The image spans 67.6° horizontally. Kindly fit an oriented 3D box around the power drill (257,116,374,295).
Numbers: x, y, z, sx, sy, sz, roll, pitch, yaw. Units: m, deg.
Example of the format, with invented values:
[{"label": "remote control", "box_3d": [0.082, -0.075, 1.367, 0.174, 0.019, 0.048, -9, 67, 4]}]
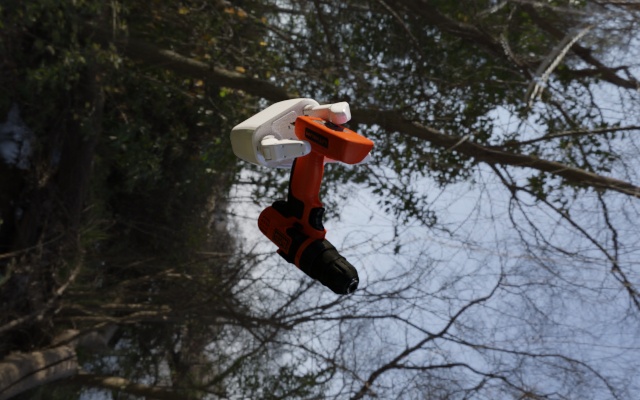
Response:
[{"label": "power drill", "box_3d": [0.000, 0.001, 0.597, 0.057, 0.188, 0.184, -1, 27, -46]}]
